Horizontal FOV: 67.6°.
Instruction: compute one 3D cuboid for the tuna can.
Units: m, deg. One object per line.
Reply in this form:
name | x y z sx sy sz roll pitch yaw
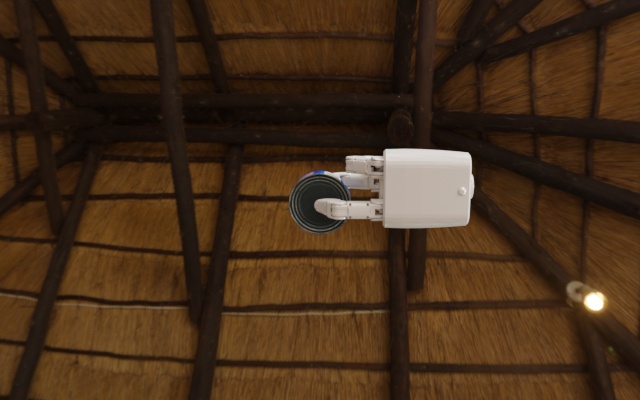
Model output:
tuna can | 0.000 0.002 0.668 0.086 0.086 0.033 0 12 4
